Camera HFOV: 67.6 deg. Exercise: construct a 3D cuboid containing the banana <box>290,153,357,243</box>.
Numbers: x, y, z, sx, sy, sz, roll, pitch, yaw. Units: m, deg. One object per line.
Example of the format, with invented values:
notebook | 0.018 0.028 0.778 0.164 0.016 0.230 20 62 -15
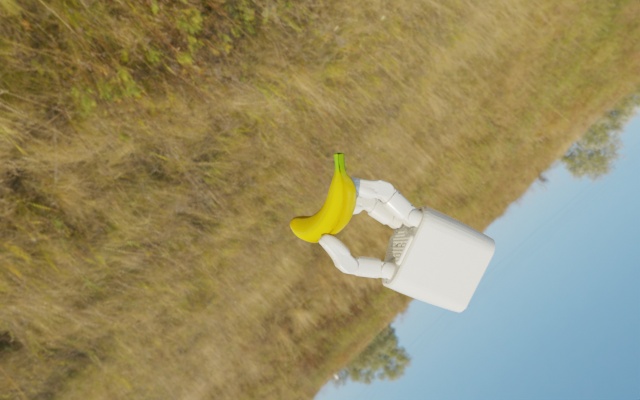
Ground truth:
banana | 0.004 0.017 0.622 0.037 0.069 0.198 1 -27 -23
